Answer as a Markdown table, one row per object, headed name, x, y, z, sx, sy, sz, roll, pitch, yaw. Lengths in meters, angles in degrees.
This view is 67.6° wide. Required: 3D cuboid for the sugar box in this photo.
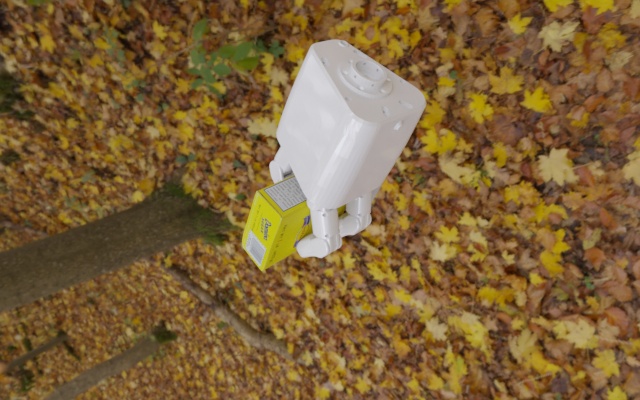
| name | x | y | z | sx | sy | sz | roll | pitch | yaw |
| --- | --- | --- | --- | --- | --- | --- | --- | --- | --- |
| sugar box | 0.000 | 0.002 | 0.527 | 0.176 | 0.048 | 0.093 | -25 | -27 | -37 |
